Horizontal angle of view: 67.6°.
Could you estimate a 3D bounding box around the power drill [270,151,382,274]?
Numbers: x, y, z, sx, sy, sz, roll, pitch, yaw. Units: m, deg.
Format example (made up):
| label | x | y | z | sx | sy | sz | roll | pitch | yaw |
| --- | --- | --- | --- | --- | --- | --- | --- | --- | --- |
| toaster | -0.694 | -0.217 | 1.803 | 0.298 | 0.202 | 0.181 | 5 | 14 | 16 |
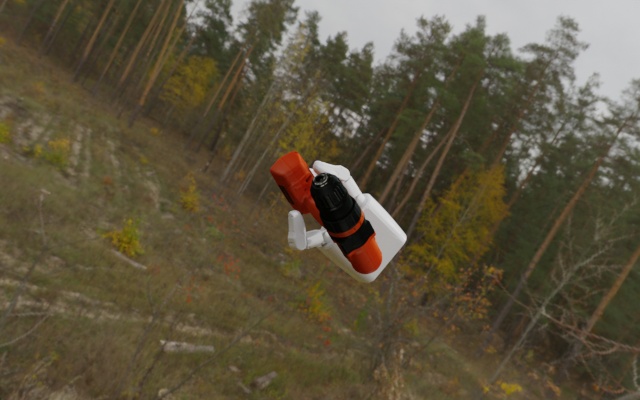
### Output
| label | x | y | z | sx | sy | sz | roll | pitch | yaw |
| --- | --- | --- | --- | --- | --- | --- | --- | --- | --- |
| power drill | 0.000 | 0.002 | 0.665 | 0.057 | 0.185 | 0.187 | -36 | 42 | -8 |
